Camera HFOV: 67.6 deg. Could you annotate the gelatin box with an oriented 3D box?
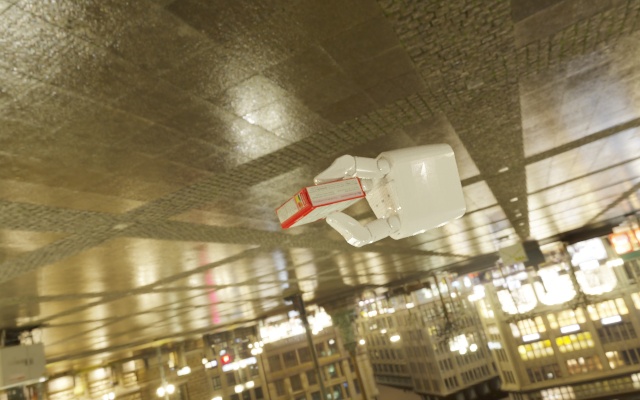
[{"bbox_3d":[0.000,0.002,0.590,0.089,0.030,0.073,-14,-13,-38],"label":"gelatin box"}]
